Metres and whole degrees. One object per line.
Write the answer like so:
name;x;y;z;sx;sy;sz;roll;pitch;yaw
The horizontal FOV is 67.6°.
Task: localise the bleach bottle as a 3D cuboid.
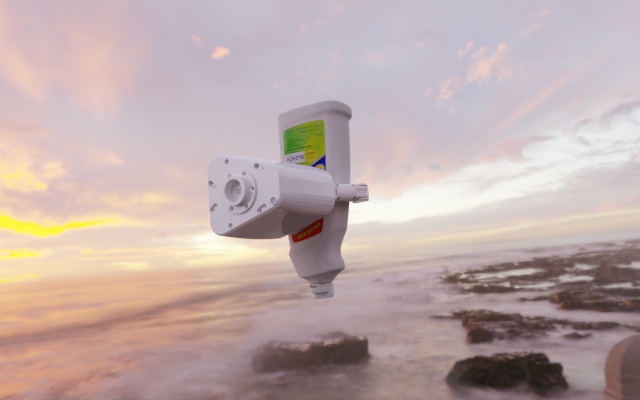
bleach bottle;0.000;0.002;0.634;0.102;0.251;0.068;-9;-7;30
